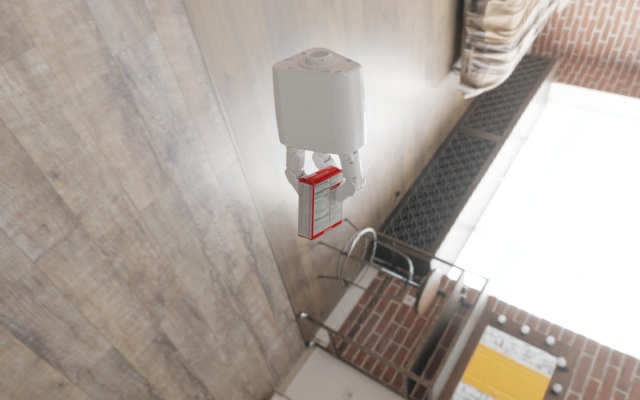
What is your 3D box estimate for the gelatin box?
[{"bbox_3d":[0.000,0.003,0.679,0.030,0.089,0.073,16,27,33],"label":"gelatin box"}]
